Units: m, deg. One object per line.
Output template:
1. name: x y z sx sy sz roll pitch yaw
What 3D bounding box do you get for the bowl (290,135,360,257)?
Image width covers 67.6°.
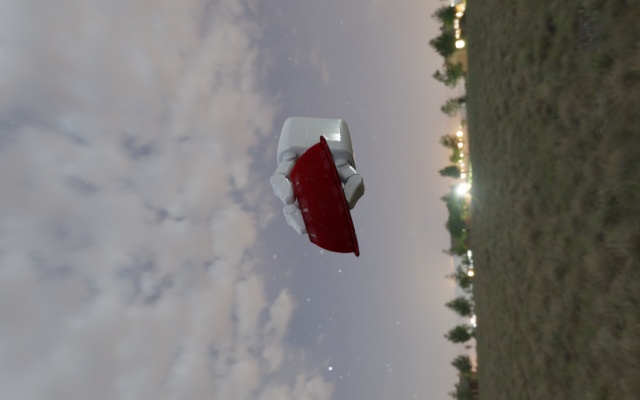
1. bowl: 0.000 0.003 0.607 0.055 0.162 0.162 -17 1 -2
